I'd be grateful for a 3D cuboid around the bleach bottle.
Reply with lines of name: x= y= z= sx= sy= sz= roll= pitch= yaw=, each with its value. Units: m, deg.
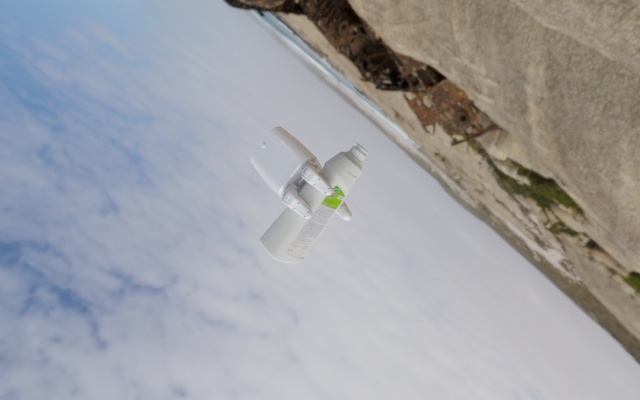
bleach bottle: x=0.000 y=0.003 z=0.874 sx=0.068 sy=0.251 sz=0.102 roll=46 pitch=13 yaw=28
